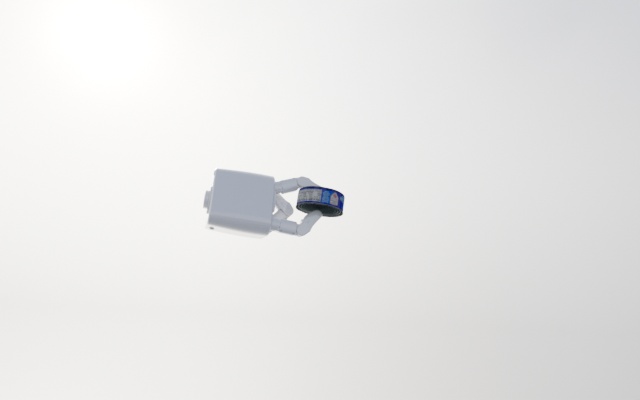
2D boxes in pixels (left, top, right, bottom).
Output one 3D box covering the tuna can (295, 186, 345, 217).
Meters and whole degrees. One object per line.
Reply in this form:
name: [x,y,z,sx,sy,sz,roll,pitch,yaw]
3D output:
tuna can: [0.000,0.002,0.851,0.086,0.033,0.086,8,-15,2]
